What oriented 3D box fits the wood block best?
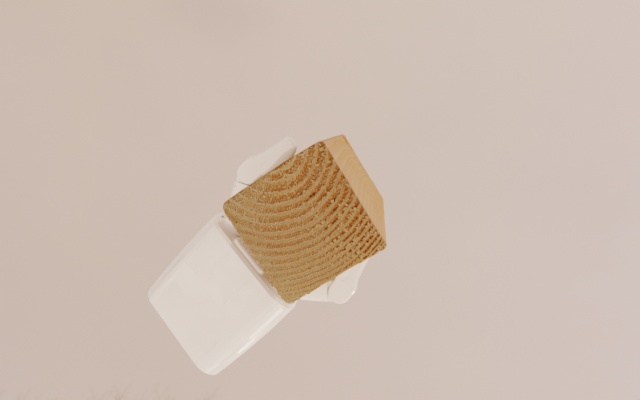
[{"bbox_3d":[0.000,0.001,0.438,0.090,0.091,0.206,-32,4,10],"label":"wood block"}]
